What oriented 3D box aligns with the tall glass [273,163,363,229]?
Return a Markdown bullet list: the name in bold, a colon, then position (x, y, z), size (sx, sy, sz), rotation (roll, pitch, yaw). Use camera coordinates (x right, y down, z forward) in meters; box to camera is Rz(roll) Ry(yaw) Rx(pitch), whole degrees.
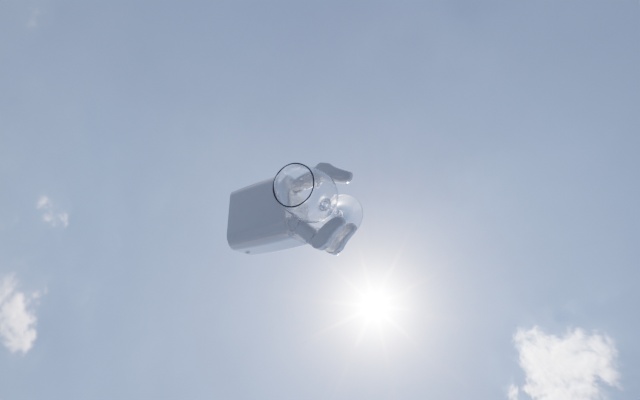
- **tall glass**: position (0.000, 0.002, 0.722), size (0.079, 0.079, 0.201), rotation (0, -14, 22)
